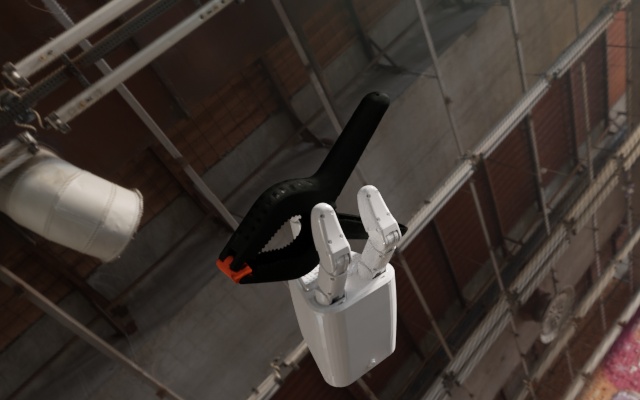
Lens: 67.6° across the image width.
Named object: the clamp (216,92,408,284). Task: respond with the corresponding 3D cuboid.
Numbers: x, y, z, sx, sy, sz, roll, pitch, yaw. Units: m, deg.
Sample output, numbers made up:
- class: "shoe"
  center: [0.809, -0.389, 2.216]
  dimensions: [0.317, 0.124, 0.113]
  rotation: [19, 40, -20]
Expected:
- class: "clamp"
  center: [-0.001, 0.002, 0.436]
  dimensions: [0.210, 0.165, 0.036]
  rotation: [-25, 32, -30]
